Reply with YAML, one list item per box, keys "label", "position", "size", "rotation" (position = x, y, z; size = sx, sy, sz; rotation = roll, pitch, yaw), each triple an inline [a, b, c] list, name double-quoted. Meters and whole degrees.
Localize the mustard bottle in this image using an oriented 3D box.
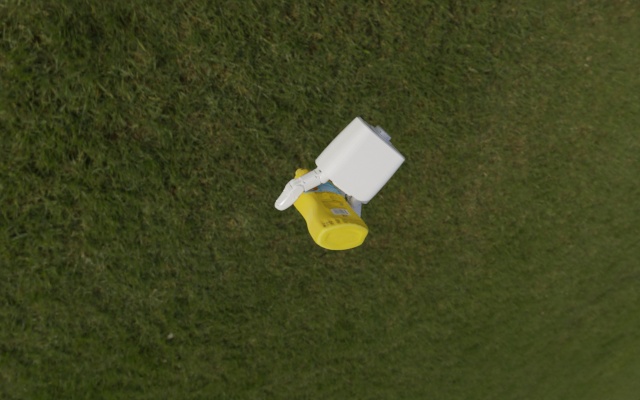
- label: "mustard bottle"
  position: [0.000, 0.003, 0.831]
  size: [0.096, 0.058, 0.191]
  rotation: [2, 36, -31]
